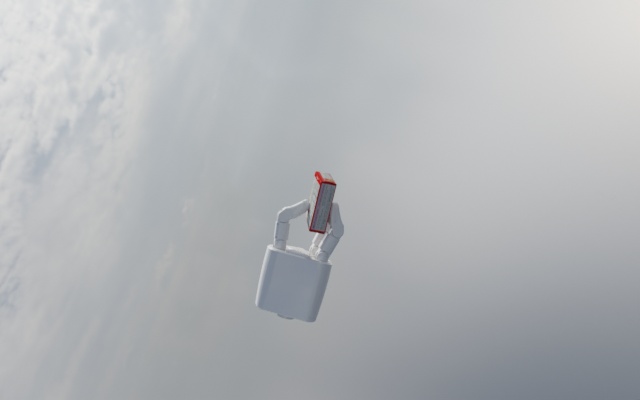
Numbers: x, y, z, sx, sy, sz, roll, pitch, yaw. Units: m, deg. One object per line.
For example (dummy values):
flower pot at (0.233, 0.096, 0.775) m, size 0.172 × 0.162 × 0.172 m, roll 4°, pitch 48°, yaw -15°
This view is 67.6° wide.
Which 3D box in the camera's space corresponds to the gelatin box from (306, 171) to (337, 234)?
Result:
gelatin box at (0.000, 0.002, 0.805) m, size 0.030 × 0.089 × 0.073 m, roll 10°, pitch 15°, yaw -10°
